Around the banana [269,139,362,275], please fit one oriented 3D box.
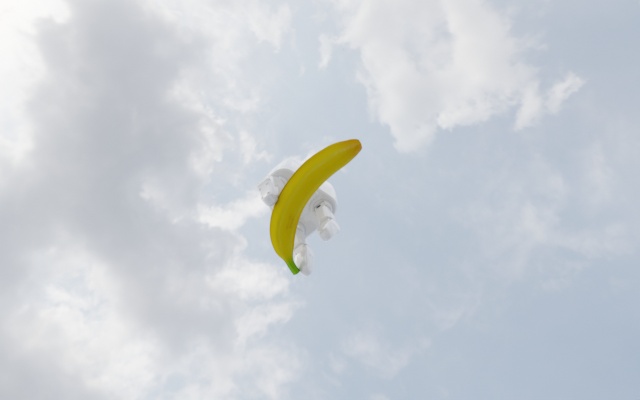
[{"bbox_3d":[-0.018,-0.003,0.626,0.069,0.198,0.037,25,12,-6],"label":"banana"}]
